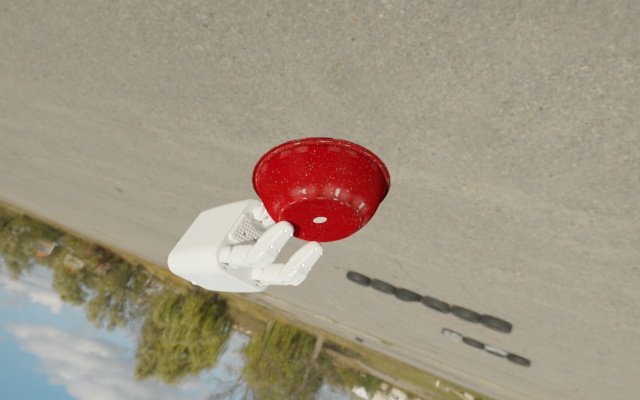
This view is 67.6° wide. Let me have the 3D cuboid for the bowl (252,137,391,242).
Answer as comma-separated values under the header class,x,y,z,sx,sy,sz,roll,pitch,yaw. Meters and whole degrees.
class,x,y,z,sx,sy,sz,roll,pitch,yaw
bowl,0.001,0.002,0.542,0.162,0.055,0.162,1,-36,1
